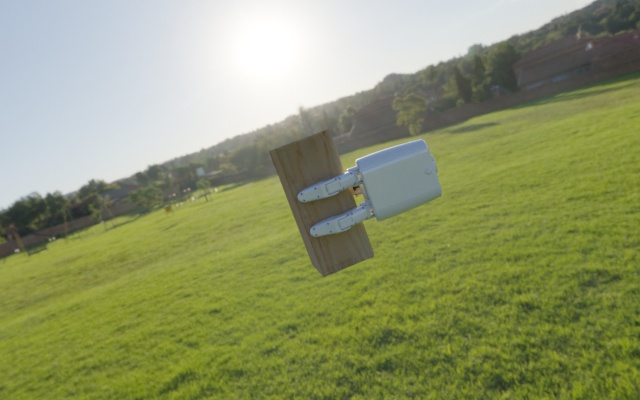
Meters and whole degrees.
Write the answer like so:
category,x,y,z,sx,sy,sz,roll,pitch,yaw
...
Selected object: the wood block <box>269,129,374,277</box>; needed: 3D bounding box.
category,x,y,z,sx,sy,sz,roll,pitch,yaw
wood block,0.000,0.002,0.754,0.090,0.206,0.091,-22,8,-9
